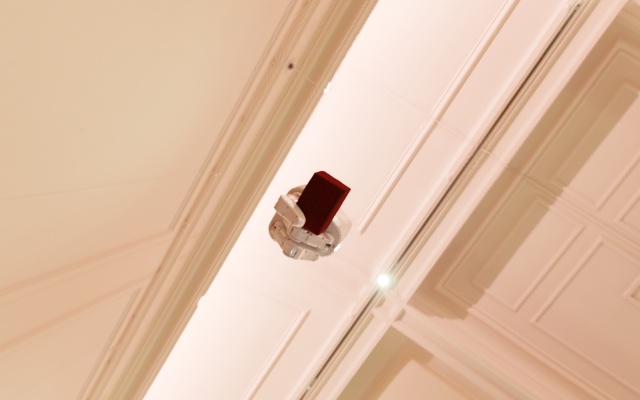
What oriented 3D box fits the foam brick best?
[{"bbox_3d":[0.000,0.002,0.688,0.053,0.078,0.051,34,15,9],"label":"foam brick"}]
